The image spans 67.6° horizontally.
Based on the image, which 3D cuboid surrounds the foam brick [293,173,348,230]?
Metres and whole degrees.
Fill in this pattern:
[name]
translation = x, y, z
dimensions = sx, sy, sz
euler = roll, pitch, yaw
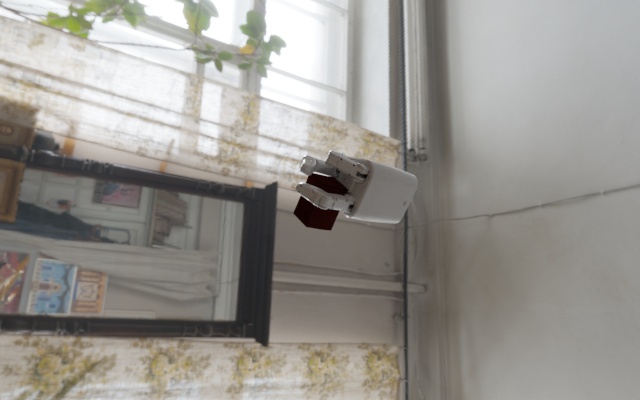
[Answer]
[foam brick]
translation = 0.000, 0.003, 0.781
dimensions = 0.051, 0.078, 0.053
euler = 11, 21, -34
